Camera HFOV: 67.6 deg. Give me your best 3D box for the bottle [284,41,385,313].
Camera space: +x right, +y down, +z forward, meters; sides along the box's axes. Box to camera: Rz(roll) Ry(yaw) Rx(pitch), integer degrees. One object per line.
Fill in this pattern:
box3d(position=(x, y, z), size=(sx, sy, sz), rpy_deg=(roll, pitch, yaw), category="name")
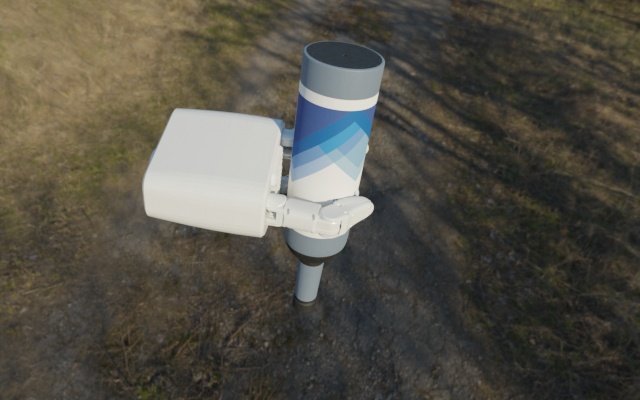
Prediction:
box3d(position=(0.000, 0.001, 0.468), size=(0.069, 0.296, 0.069), rpy_deg=(6, 36, -4), category="bottle")
